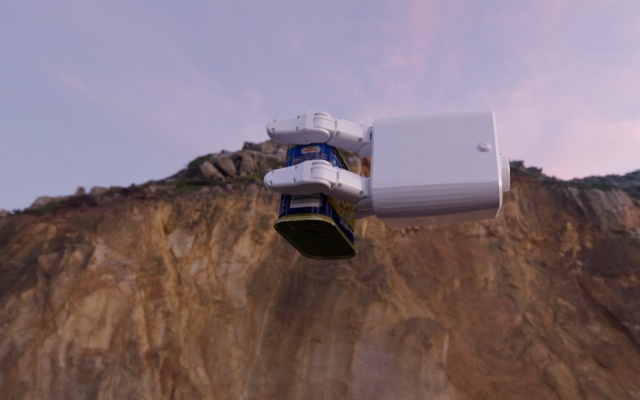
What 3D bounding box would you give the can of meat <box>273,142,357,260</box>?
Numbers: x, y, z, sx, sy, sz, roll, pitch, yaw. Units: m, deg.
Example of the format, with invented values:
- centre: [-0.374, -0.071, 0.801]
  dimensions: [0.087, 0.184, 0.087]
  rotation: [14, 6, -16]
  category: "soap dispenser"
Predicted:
- centre: [0.000, 0.001, 0.464]
  dimensions: [0.057, 0.084, 0.102]
  rotation: [-5, -27, 20]
  category: "can of meat"
